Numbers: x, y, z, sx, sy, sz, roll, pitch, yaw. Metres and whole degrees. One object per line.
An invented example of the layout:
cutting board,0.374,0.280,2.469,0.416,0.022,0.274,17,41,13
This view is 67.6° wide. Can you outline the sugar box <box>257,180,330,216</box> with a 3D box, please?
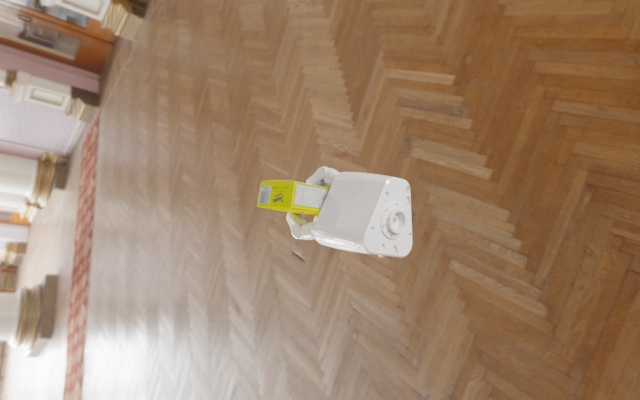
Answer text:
sugar box,0.000,0.003,0.746,0.176,0.048,0.093,12,-6,-37
